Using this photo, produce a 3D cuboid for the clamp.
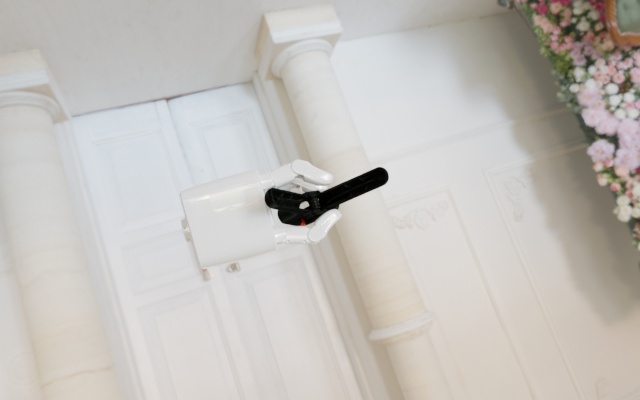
[{"bbox_3d":[0.000,0.003,0.682,0.164,0.036,0.210,-12,-11,-10],"label":"clamp"}]
